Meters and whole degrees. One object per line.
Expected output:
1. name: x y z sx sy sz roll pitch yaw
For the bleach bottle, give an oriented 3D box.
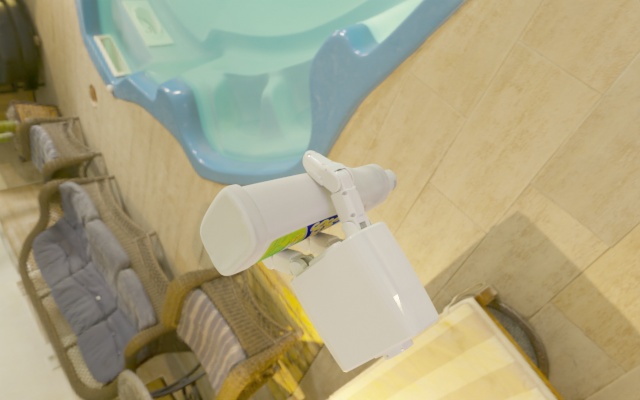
1. bleach bottle: 0.000 0.002 0.523 0.251 0.068 0.103 -19 -17 -40
